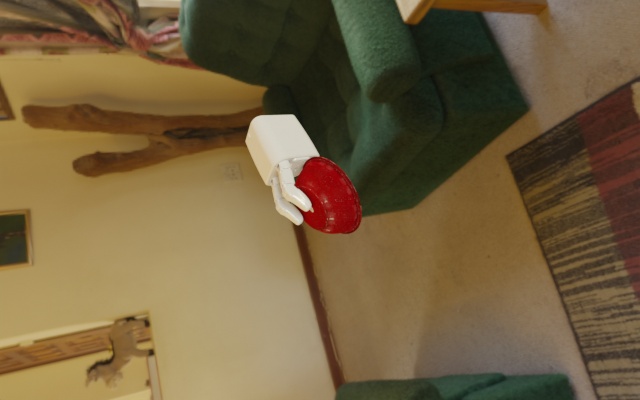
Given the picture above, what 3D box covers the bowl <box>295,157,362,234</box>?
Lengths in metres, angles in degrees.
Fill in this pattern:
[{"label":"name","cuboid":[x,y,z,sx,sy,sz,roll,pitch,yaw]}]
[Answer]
[{"label":"bowl","cuboid":[0.001,0.004,0.882,0.055,0.162,0.162,-32,18,-32]}]
